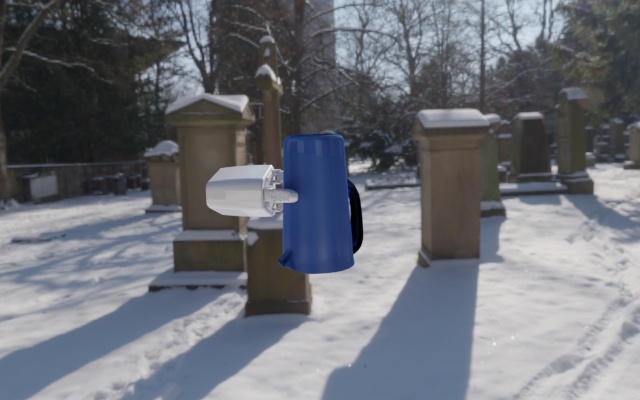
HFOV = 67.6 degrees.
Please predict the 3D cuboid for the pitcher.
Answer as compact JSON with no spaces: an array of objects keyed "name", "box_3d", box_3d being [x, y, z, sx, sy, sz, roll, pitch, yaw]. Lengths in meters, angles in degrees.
[{"name":"pitcher","box_3d":[0.000,0.003,0.867,0.145,0.243,0.149,-1,7,9]}]
